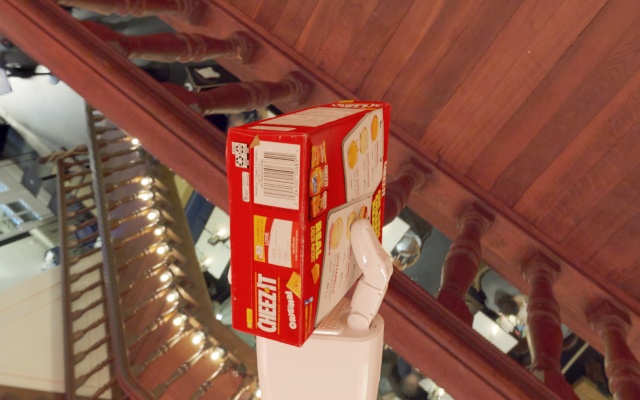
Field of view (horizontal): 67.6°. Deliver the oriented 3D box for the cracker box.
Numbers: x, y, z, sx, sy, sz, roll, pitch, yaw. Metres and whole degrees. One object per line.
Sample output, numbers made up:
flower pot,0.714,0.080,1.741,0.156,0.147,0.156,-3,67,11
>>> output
cracker box,0.000,0.001,0.434,0.072,0.164,0.213,9,19,21
